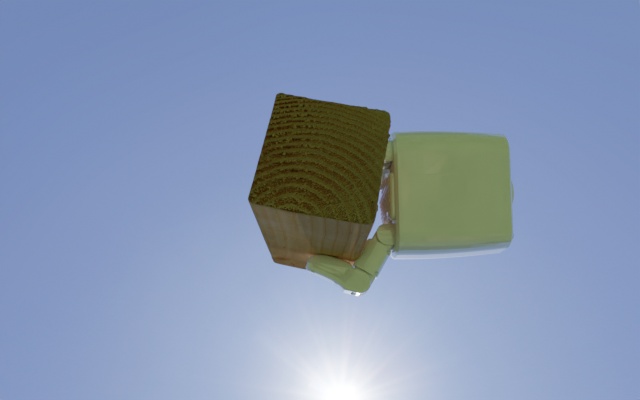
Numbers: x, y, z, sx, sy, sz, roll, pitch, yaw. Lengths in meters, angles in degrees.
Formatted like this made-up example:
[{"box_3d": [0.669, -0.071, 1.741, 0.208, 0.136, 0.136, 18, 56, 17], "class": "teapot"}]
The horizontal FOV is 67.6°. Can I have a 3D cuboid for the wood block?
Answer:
[{"box_3d": [0.000, 0.002, 0.434, 0.090, 0.090, 0.206, 10, -19, 3], "class": "wood block"}]
